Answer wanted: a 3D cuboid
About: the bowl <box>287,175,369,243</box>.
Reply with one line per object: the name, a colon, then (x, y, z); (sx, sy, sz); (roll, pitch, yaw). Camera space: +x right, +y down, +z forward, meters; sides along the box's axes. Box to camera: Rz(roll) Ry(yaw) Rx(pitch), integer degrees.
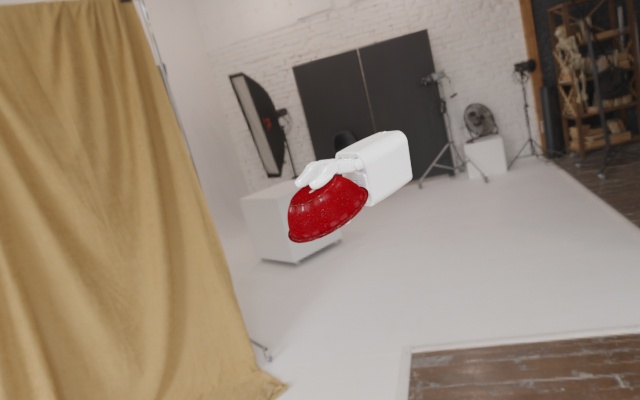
bowl: (-0.001, 0.003, 0.826); (0.162, 0.055, 0.162); (-28, 20, 11)
